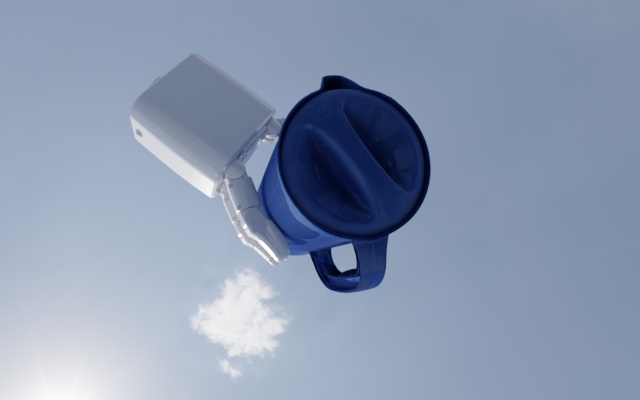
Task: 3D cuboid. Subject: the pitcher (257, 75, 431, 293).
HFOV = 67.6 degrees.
[{"bbox_3d":[0.000,0.001,0.492,0.145,0.149,0.243,35,-20,-6],"label":"pitcher"}]
